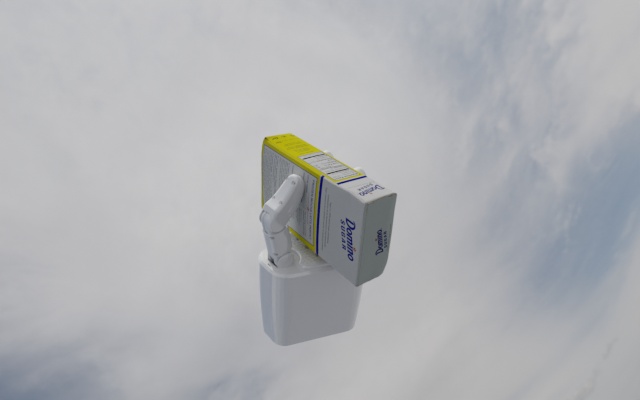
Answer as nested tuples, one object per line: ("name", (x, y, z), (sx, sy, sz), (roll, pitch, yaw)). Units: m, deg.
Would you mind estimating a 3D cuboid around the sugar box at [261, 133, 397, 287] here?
("sugar box", (0.000, 0.002, 0.496), (0.048, 0.093, 0.176), (-18, 36, -35))
